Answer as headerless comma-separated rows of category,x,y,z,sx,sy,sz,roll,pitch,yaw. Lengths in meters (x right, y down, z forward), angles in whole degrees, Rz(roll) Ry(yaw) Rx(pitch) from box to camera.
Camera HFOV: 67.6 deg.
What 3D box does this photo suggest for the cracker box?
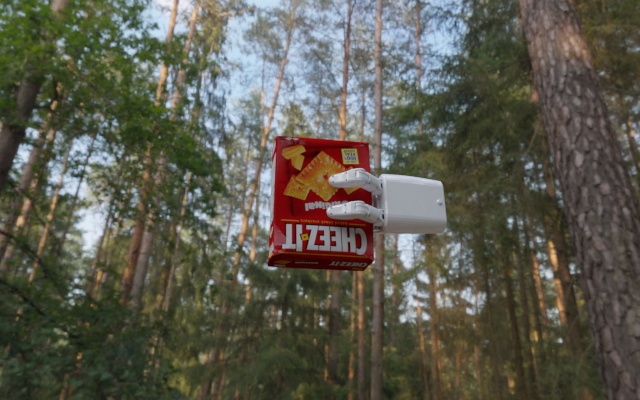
cracker box,0.000,0.003,0.794,0.164,0.213,0.072,4,-23,-10
